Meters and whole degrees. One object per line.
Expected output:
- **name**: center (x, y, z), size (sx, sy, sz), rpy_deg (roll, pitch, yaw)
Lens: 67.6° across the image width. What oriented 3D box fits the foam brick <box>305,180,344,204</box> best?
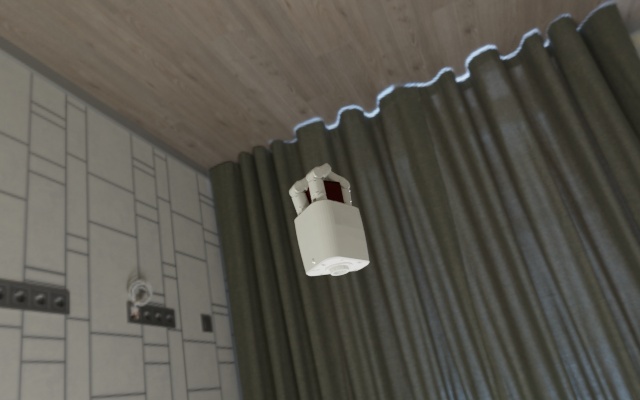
- **foam brick**: center (0.000, 0.003, 0.887), size (0.053, 0.051, 0.078), rpy_deg (5, -29, -30)
